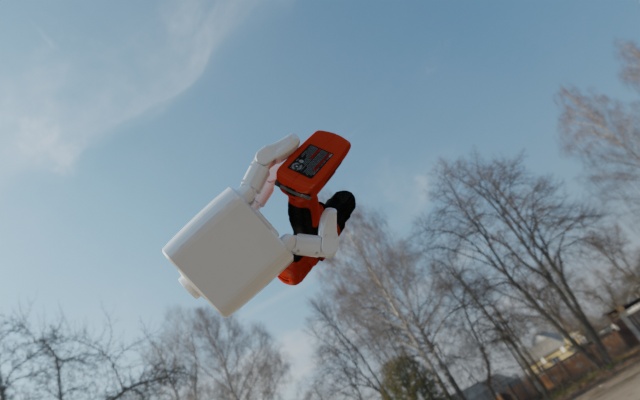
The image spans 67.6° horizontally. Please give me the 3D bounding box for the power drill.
[{"bbox_3d":[0.000,0.002,0.643,0.057,0.188,0.184,22,50,20],"label":"power drill"}]
